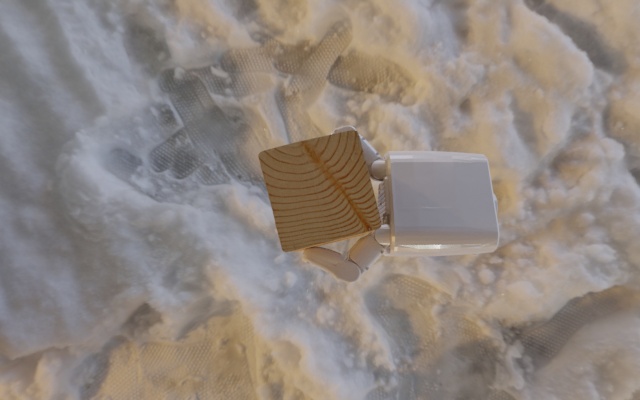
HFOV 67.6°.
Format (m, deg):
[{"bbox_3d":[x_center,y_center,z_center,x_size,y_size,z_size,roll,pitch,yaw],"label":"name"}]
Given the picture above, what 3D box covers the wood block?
[{"bbox_3d":[0.000,0.001,0.506,0.090,0.091,0.206,-14,-6,-1],"label":"wood block"}]
